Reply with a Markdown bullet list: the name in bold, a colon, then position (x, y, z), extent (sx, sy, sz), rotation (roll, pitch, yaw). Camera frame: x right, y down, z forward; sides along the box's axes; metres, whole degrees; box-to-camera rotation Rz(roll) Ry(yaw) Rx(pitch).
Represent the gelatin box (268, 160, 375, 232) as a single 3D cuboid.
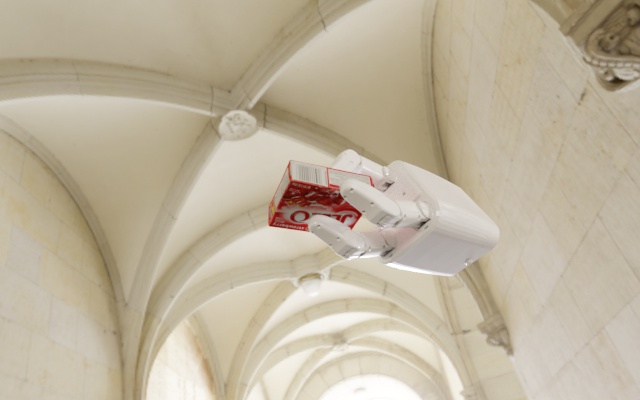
- **gelatin box**: position (0.000, 0.001, 0.477), extent (0.089, 0.030, 0.073), rotation (10, -42, -19)
